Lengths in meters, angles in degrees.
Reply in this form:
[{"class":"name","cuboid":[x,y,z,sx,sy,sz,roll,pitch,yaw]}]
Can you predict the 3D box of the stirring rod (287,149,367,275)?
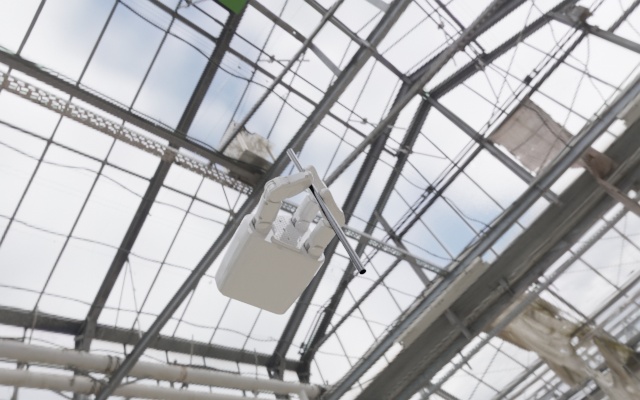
[{"class":"stirring rod","cuboid":[0.000,0.002,0.564,0.011,0.011,0.239,0,35,-26]}]
